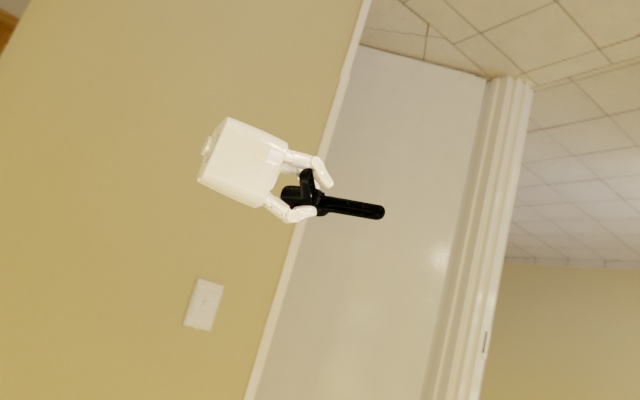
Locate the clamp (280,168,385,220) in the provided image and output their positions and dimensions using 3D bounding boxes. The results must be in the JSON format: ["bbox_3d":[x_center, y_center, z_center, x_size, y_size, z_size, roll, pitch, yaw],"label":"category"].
[{"bbox_3d":[-0.001,0.003,0.823,0.164,0.036,0.210,25,-18,-21],"label":"clamp"}]
